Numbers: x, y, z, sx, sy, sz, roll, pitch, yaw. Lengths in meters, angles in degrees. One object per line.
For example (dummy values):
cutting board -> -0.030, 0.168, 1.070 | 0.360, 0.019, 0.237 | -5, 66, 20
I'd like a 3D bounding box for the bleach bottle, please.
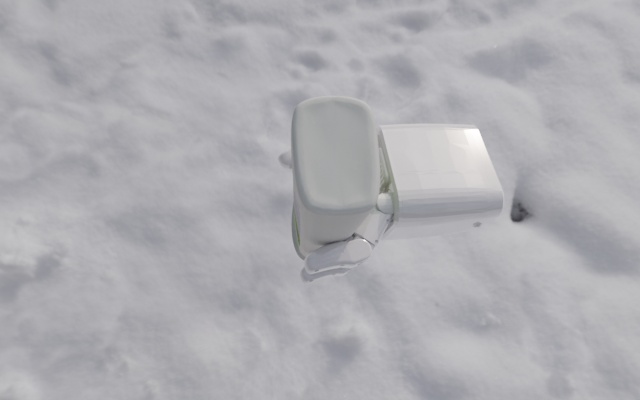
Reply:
bleach bottle -> 0.000, 0.002, 0.478 | 0.068, 0.102, 0.251 | -1, -17, -7
